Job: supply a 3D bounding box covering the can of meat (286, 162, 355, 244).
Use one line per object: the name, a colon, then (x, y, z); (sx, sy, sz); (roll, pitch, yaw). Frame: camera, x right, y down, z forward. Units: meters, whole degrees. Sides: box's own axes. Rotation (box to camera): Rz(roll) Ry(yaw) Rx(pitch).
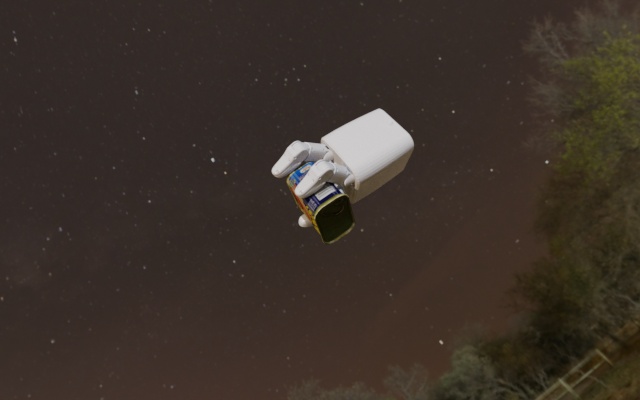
can of meat: (0.000, 0.002, 0.700); (0.057, 0.084, 0.102); (-34, -33, -9)
